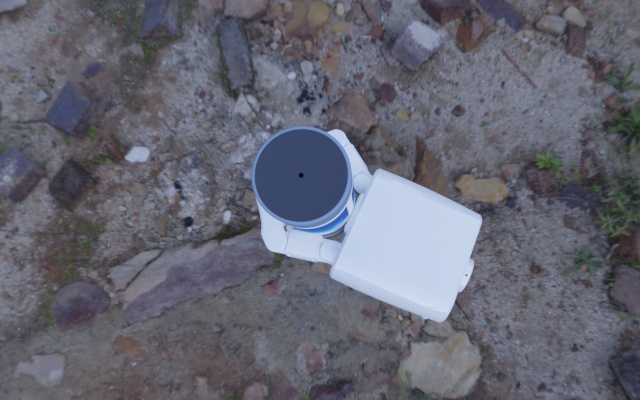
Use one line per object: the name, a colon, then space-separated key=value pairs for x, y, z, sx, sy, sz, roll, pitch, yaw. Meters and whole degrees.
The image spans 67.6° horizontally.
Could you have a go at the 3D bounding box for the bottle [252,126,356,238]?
bottle: x=0.000 y=0.001 z=0.457 sx=0.069 sy=0.069 sz=0.296 roll=0 pitch=-7 yaw=5
